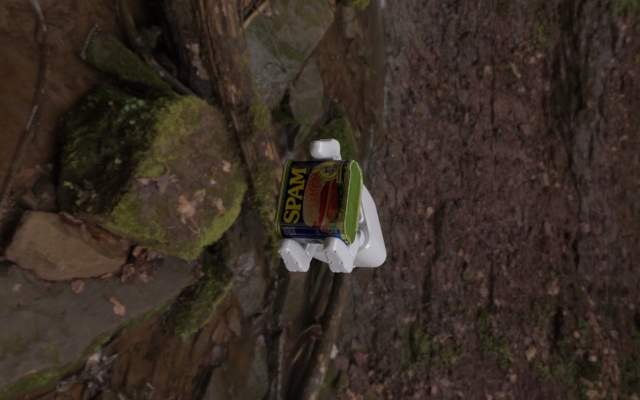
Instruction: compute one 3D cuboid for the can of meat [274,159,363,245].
[{"bbox_3d":[0.000,0.002,0.559,0.084,0.102,0.057,0,-21,21],"label":"can of meat"}]
